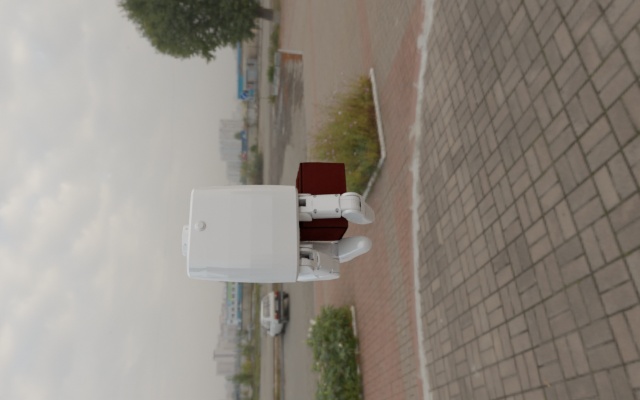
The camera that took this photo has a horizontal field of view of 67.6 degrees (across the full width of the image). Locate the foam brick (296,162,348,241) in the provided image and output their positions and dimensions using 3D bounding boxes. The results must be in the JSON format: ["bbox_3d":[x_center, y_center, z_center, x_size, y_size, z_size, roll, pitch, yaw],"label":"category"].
[{"bbox_3d":[0.000,0.002,0.533,0.051,0.078,0.053,1,-21,-7],"label":"foam brick"}]
